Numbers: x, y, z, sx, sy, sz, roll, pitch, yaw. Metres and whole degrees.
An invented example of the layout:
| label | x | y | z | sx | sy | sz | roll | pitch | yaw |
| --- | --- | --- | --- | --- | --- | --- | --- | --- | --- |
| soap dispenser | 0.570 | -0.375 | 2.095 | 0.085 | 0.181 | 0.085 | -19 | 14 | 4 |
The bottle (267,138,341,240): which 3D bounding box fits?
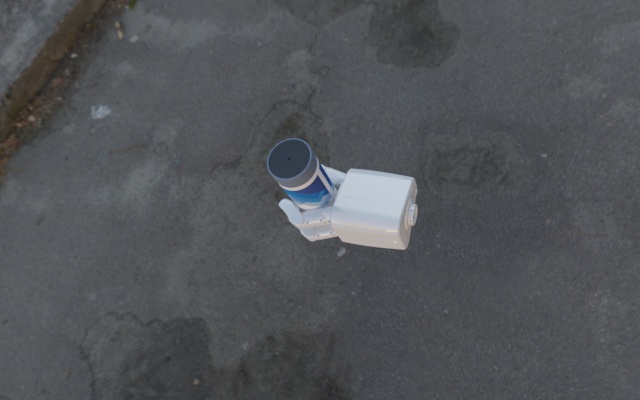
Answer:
| label | x | y | z | sx | sy | sz | roll | pitch | yaw |
| --- | --- | --- | --- | --- | --- | --- | --- | --- | --- |
| bottle | 0.000 | 0.002 | 0.785 | 0.069 | 0.069 | 0.296 | 0 | -24 | 19 |
